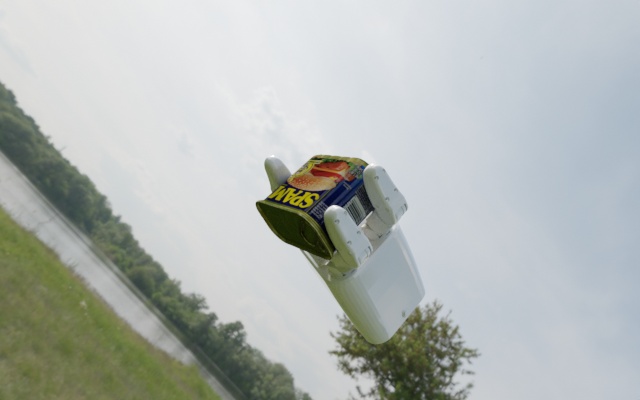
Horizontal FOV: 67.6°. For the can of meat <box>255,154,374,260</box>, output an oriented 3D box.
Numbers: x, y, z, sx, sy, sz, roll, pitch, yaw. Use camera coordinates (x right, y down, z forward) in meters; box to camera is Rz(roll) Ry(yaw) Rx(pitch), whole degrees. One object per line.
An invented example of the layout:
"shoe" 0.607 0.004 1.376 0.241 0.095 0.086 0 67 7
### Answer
"can of meat" 0.000 0.001 0.463 0.084 0.057 0.102 -43 31 -22
